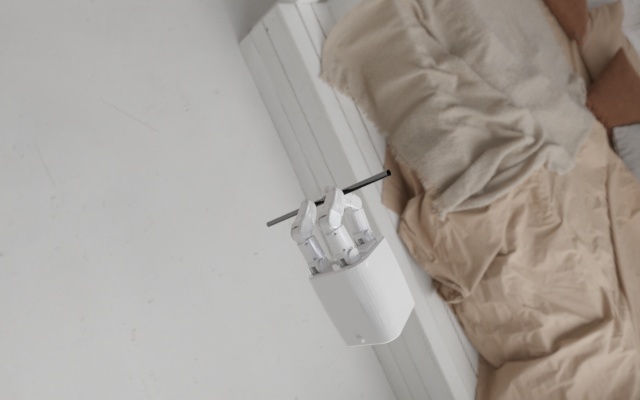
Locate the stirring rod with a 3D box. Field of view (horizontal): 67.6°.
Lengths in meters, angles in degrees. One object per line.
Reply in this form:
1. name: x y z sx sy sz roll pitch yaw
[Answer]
1. stirring rod: 0.000 0.002 0.630 0.011 0.011 0.239 0 -16 -42
